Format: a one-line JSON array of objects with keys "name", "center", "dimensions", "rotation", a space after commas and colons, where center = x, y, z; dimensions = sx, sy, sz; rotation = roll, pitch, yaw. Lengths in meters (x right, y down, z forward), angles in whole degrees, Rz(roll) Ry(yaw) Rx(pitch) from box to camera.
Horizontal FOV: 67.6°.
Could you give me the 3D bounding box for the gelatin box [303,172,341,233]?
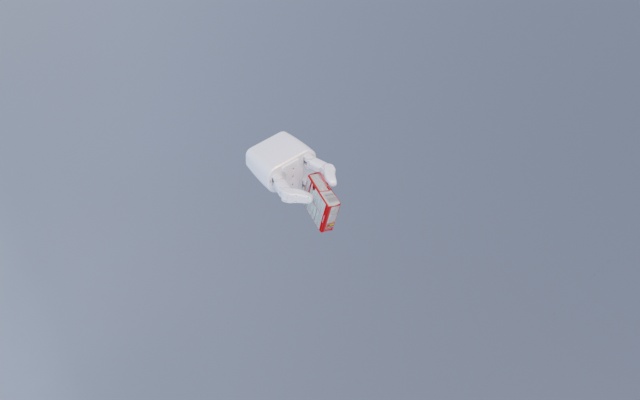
[{"name": "gelatin box", "center": [0.000, 0.003, 0.892], "dimensions": [0.030, 0.073, 0.089], "rotation": [-12, 50, -26]}]
